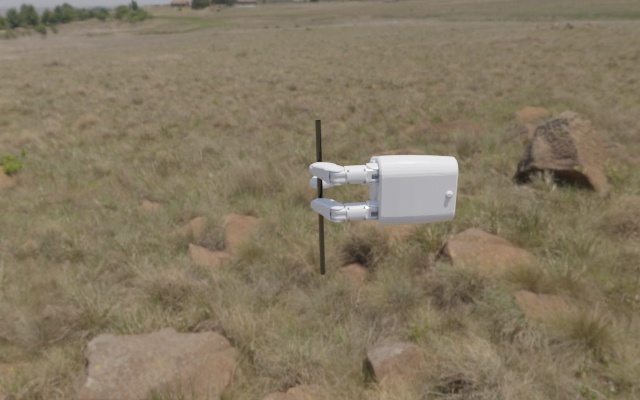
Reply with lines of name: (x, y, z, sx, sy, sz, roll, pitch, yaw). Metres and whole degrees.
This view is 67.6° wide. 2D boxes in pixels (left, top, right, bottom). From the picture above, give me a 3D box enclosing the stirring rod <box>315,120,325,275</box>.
stirring rod: (0.000, 0.002, 0.698, 0.011, 0.240, 0.011, -2, 22, 1)
